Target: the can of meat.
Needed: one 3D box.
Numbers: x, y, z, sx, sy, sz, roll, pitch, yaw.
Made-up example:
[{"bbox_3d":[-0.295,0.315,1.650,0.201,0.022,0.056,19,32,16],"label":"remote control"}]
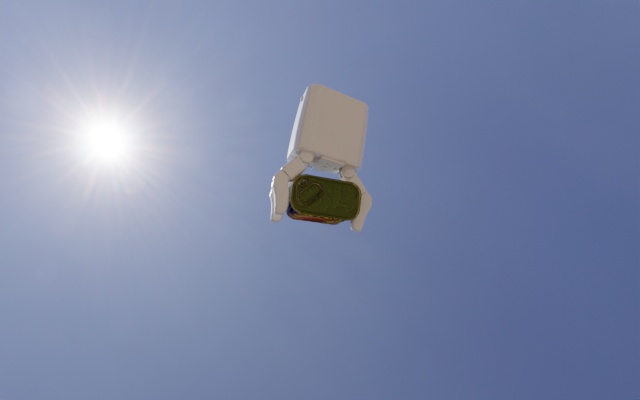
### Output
[{"bbox_3d":[0.000,0.002,0.717,0.102,0.057,0.084,9,-11,-11],"label":"can of meat"}]
